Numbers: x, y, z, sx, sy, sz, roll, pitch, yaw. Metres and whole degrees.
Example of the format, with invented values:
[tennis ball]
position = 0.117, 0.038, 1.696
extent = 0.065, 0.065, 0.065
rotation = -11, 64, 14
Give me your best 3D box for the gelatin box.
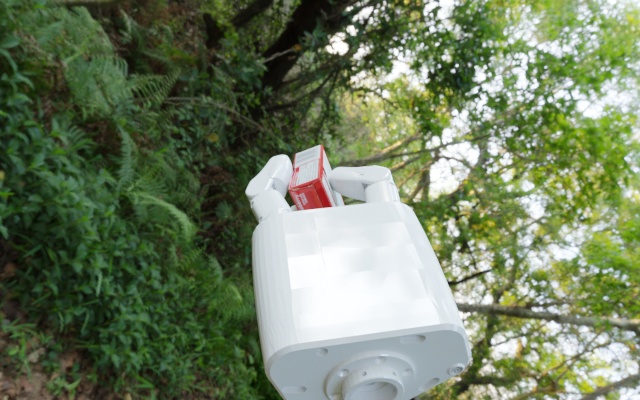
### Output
[gelatin box]
position = 0.000, 0.001, 0.415
extent = 0.030, 0.073, 0.089
rotation = -18, 23, 9
